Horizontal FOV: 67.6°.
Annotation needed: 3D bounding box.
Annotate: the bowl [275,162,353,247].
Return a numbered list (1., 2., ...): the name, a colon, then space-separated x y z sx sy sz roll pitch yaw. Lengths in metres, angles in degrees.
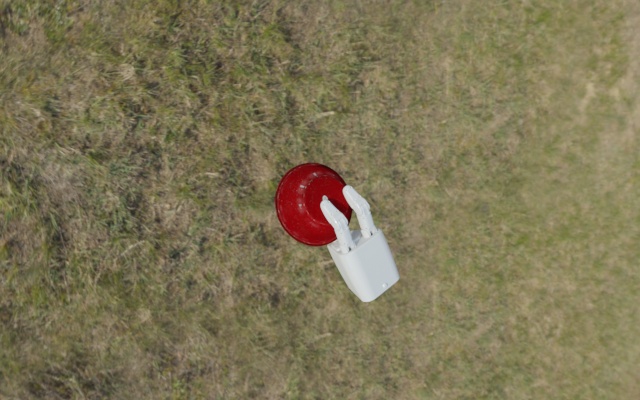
1. bowl: -0.001 0.002 0.884 0.162 0.162 0.055 0 -9 -25
